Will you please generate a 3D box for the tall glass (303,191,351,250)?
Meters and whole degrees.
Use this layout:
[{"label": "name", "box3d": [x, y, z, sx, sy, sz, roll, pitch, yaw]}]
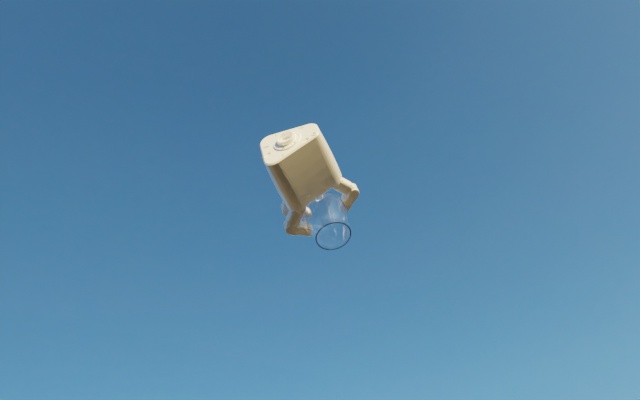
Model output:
[{"label": "tall glass", "box3d": [0.000, 0.003, 0.878, 0.079, 0.079, 0.201, 0, 36, -16]}]
